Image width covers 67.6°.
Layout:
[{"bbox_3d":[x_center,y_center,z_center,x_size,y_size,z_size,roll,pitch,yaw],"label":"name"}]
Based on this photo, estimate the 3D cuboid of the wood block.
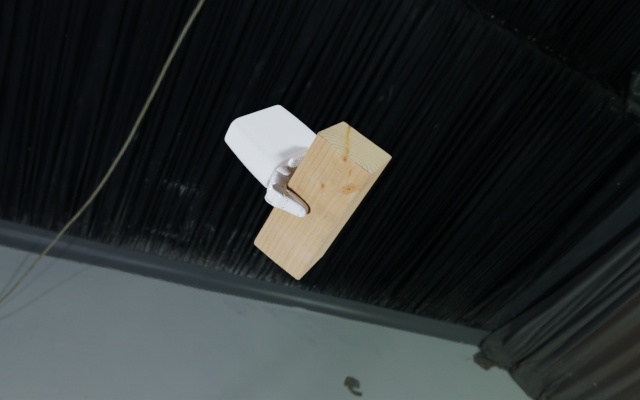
[{"bbox_3d":[0.000,0.002,0.688,0.090,0.206,0.090,38,30,10],"label":"wood block"}]
